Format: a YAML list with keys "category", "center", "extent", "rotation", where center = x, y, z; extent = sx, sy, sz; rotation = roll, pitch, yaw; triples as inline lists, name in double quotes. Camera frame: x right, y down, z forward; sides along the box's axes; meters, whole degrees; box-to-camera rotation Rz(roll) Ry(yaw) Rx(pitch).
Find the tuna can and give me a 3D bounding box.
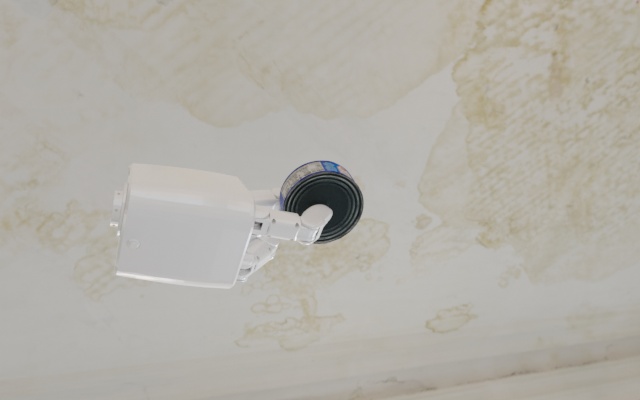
- category: "tuna can"
  center: [0.000, 0.001, 0.506]
  extent: [0.086, 0.086, 0.033]
  rotation: [0, 29, -15]
